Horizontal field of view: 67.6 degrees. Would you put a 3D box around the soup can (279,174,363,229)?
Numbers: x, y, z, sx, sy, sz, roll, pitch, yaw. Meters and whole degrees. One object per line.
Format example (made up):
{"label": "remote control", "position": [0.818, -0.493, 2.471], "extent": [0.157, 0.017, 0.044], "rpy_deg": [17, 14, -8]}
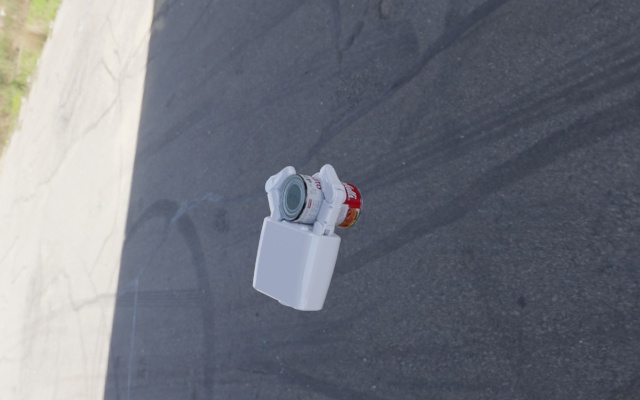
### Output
{"label": "soup can", "position": [0.000, 0.002, 0.683], "extent": [0.102, 0.068, 0.068], "rpy_deg": [9, -5, -36]}
